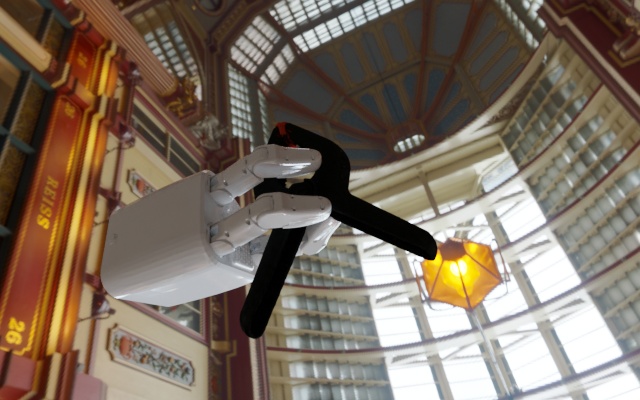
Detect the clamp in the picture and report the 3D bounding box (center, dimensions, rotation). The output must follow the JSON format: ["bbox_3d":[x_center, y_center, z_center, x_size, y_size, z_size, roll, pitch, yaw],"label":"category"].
[{"bbox_3d":[0.000,0.001,0.422,0.164,0.209,0.036,-19,-39,11],"label":"clamp"}]
